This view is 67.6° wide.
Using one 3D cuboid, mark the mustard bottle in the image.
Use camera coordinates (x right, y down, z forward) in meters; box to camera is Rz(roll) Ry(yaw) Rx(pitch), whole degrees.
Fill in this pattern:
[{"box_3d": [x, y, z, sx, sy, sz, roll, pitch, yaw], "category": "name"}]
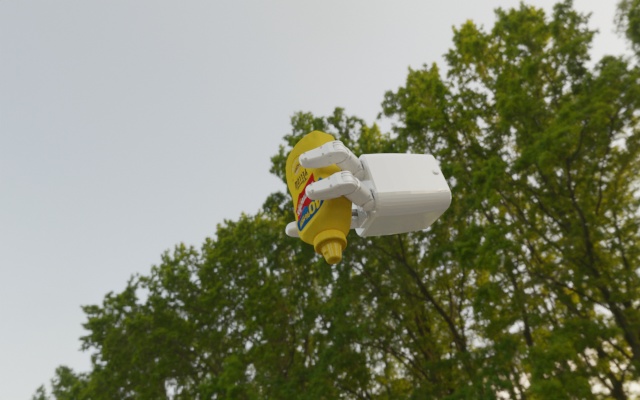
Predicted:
[{"box_3d": [0.000, 0.002, 0.640, 0.058, 0.191, 0.096, 15, -48, -30], "category": "mustard bottle"}]
